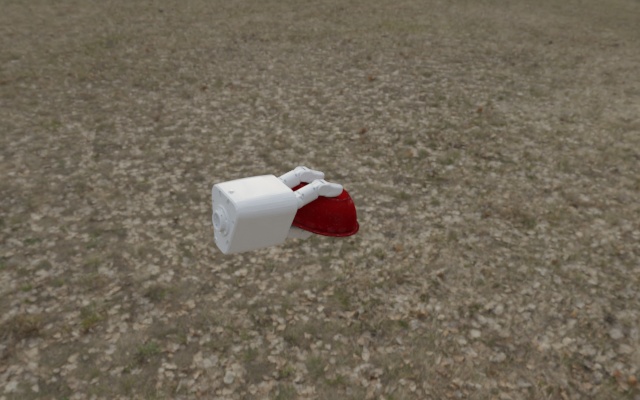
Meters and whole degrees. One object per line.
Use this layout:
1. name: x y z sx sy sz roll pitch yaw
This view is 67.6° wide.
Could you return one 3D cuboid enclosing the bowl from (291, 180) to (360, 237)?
1. bowl: 0.001 0.002 0.850 0.162 0.055 0.162 16 20 -6
